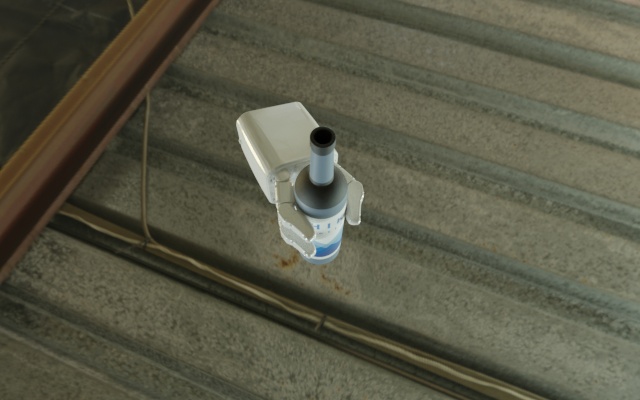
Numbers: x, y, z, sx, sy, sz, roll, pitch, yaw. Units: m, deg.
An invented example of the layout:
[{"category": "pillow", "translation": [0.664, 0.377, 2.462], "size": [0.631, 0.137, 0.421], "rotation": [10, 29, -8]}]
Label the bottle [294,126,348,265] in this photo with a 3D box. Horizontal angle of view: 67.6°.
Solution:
[{"category": "bottle", "translation": [0.000, 0.002, 0.621], "size": [0.069, 0.069, 0.296], "rotation": [0, -27, -1]}]
